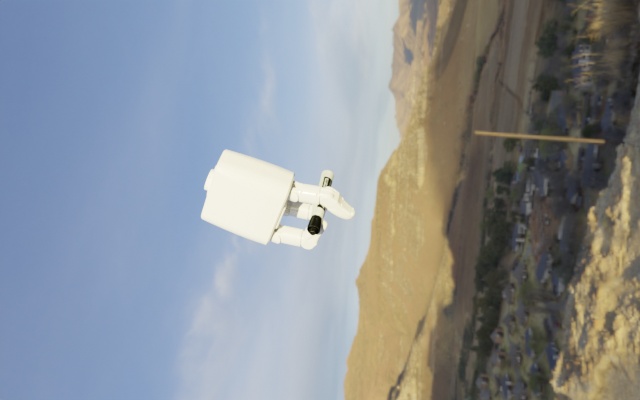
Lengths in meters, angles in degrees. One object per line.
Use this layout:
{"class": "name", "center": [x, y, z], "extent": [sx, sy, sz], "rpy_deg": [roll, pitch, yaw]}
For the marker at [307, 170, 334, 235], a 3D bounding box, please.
{"class": "marker", "center": [0.000, 0.002, 0.688], "extent": [0.020, 0.121, 0.020], "rpy_deg": [8, -44, 8]}
